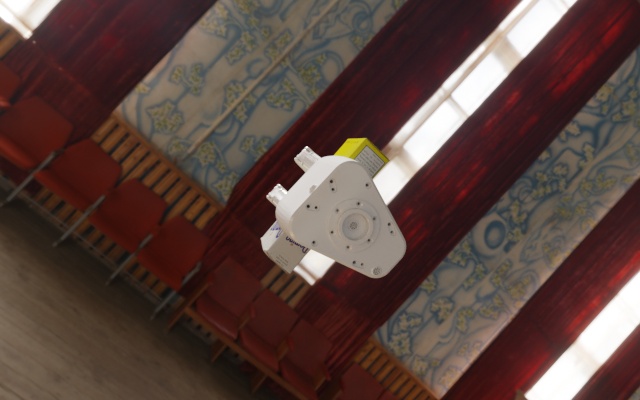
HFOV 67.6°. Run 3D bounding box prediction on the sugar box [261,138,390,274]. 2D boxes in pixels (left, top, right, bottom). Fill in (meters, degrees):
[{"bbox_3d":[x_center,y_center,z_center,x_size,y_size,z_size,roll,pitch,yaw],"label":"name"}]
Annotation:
[{"bbox_3d":[0.000,0.001,0.584,0.048,0.176,0.093,44,-3,-11],"label":"sugar box"}]
